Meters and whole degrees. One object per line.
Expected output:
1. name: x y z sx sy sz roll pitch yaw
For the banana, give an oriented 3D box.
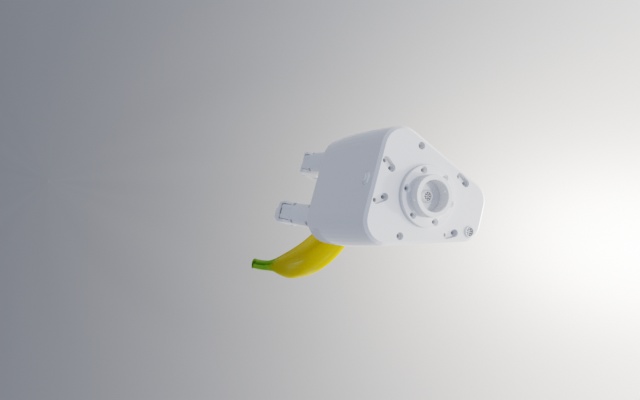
1. banana: 0.012 0.017 0.532 0.069 0.197 0.037 42 -14 -9
